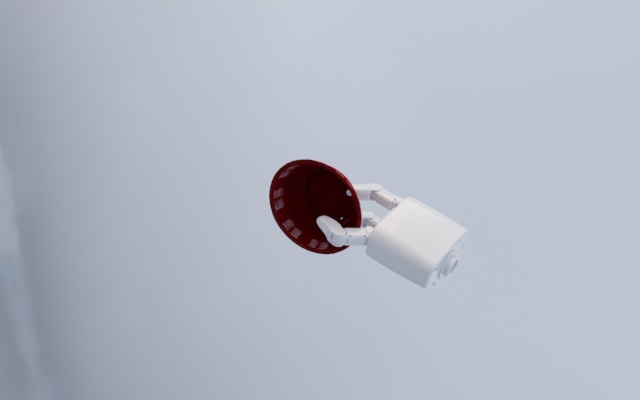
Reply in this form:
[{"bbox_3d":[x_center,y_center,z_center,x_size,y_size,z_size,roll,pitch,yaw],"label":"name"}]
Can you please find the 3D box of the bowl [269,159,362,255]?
[{"bbox_3d":[-0.001,0.002,0.757,0.162,0.162,0.055,0,24,29],"label":"bowl"}]
